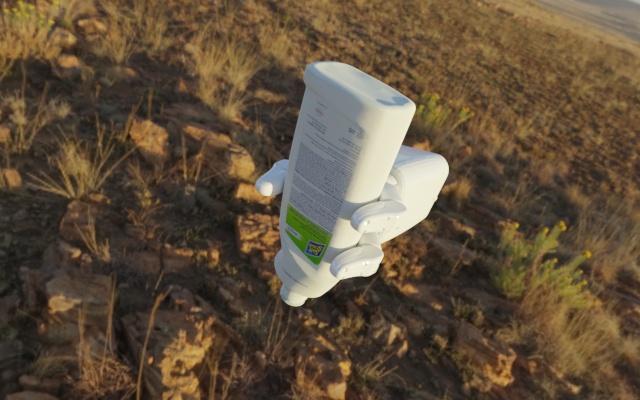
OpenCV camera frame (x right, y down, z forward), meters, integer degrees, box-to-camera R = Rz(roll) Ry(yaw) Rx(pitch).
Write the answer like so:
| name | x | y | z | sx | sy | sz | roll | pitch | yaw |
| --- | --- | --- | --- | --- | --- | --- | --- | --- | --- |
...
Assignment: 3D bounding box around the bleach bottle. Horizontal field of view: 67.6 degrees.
| name | x | y | z | sx | sy | sz | roll | pitch | yaw |
| --- | --- | --- | --- | --- | --- | --- | --- | --- | --- |
| bleach bottle | 0.000 | 0.002 | 0.472 | 0.102 | 0.251 | 0.068 | 37 | 35 | 26 |
